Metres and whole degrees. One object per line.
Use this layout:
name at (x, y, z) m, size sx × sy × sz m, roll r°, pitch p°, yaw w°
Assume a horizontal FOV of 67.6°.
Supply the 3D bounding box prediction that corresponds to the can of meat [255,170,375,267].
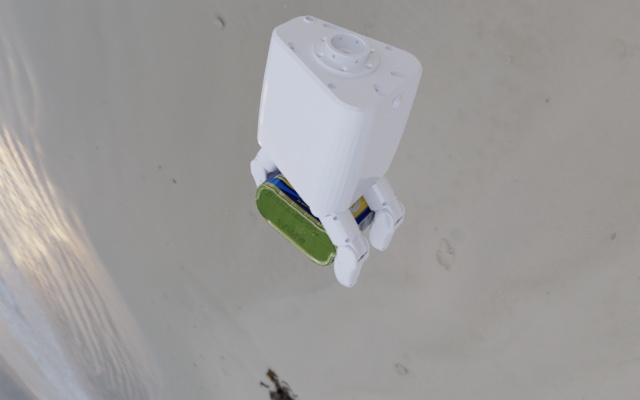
can of meat at (0.000, 0.002, 0.459) m, size 0.084 × 0.102 × 0.057 m, roll -41°, pitch -17°, yaw -36°
